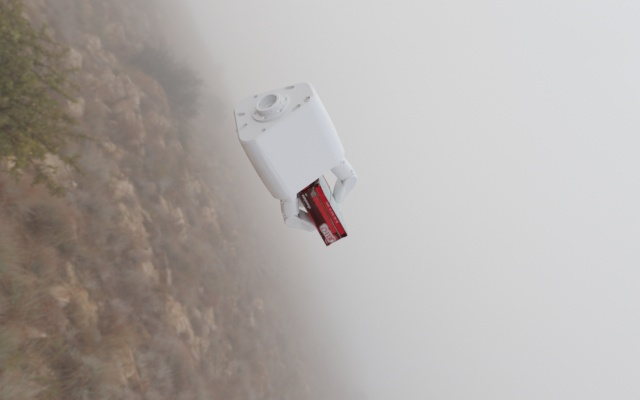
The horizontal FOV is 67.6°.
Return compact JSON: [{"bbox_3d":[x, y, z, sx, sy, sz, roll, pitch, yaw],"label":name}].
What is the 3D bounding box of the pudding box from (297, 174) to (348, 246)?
[{"bbox_3d":[0.000,0.002,0.689,0.039,0.090,0.113,-25,18,8],"label":"pudding box"}]
